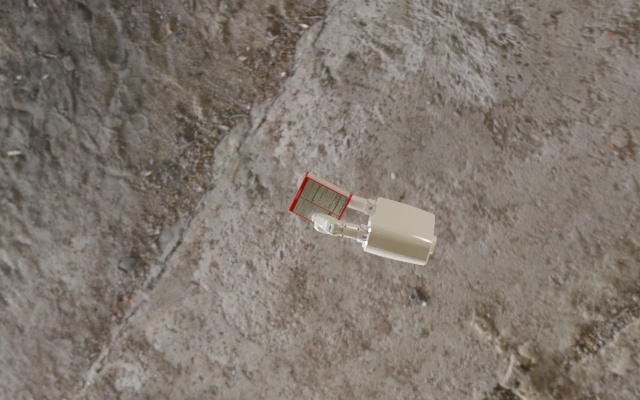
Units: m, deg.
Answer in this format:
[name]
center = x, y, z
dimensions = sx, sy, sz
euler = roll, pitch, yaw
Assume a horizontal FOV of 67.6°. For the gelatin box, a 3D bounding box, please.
[gelatin box]
center = 0.000, 0.003, 0.828
dimensions = 0.089, 0.073, 0.030
euler = 27, 23, -1
